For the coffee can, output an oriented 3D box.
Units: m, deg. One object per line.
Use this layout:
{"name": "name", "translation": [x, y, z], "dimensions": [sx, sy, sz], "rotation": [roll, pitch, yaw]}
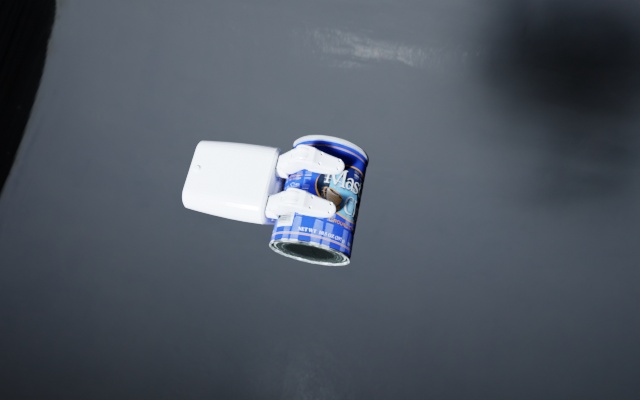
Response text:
{"name": "coffee can", "translation": [0.000, 0.002, 0.612], "dimensions": [0.103, 0.140, 0.103], "rotation": [11, -19, 4]}
